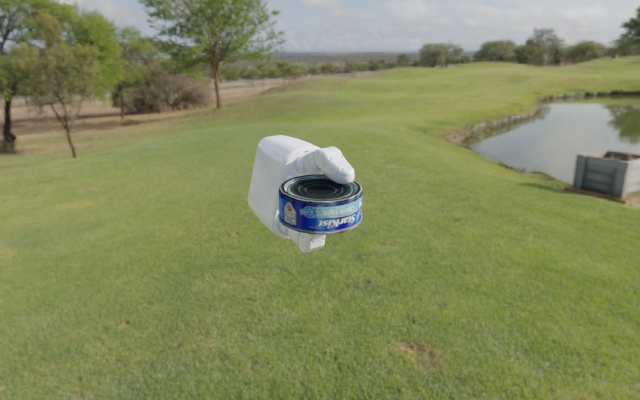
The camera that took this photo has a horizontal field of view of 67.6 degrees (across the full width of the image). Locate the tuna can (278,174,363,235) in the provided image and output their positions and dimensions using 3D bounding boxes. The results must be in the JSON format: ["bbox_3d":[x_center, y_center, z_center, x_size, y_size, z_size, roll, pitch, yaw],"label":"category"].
[{"bbox_3d":[0.000,0.001,0.483,0.086,0.034,0.086,1,21,0],"label":"tuna can"}]
